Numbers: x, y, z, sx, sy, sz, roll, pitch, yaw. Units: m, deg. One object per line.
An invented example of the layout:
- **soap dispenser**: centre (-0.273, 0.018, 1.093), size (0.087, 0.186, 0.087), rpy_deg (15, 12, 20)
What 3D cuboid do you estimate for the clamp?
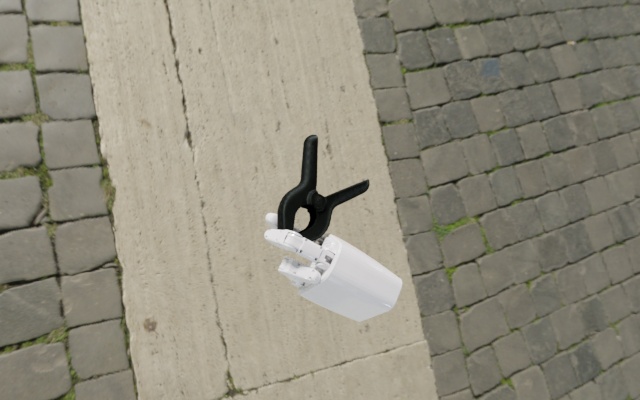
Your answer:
- **clamp**: centre (0.000, 0.002, 0.687), size (0.120, 0.171, 0.039), rpy_deg (28, -18, -12)
